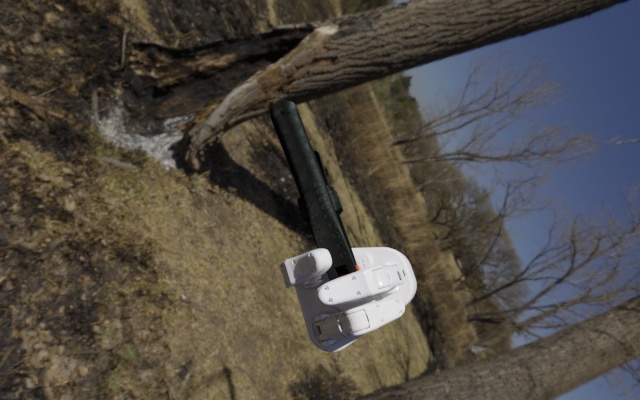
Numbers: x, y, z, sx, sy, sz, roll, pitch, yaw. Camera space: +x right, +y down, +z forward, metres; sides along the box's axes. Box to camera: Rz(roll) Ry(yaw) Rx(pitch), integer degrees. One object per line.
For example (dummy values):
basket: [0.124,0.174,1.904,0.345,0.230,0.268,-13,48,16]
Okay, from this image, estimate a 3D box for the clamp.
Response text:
clamp: [0.001,0.001,0.446,0.039,0.171,0.120,-20,-13,11]
